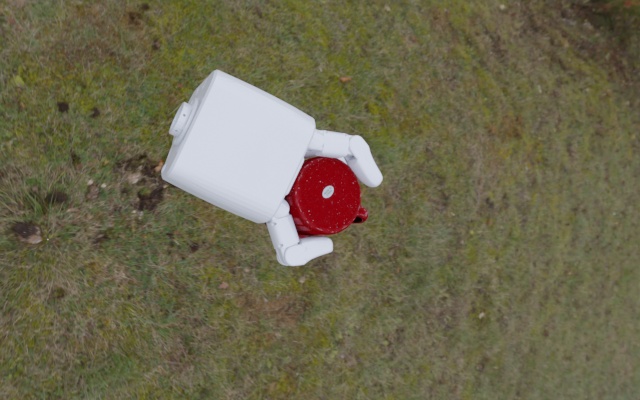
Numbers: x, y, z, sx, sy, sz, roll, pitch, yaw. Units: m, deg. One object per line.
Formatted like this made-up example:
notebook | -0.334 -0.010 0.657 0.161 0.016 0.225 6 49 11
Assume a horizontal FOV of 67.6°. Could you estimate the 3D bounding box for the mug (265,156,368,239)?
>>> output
mug | 0.001 0.002 0.521 0.117 0.093 0.081 25 -16 -25
